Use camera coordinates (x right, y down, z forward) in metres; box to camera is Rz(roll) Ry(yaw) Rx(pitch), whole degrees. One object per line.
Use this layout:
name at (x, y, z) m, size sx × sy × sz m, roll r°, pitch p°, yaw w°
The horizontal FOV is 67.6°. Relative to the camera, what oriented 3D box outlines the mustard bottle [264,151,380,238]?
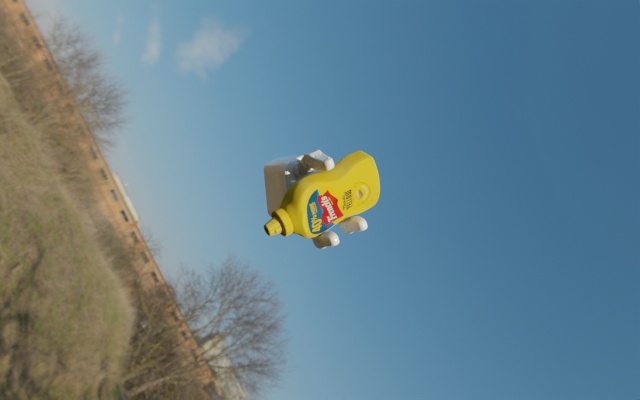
mustard bottle at (0.001, 0.002, 0.718) m, size 0.191 × 0.096 × 0.058 m, roll -27°, pitch 41°, yaw -24°
